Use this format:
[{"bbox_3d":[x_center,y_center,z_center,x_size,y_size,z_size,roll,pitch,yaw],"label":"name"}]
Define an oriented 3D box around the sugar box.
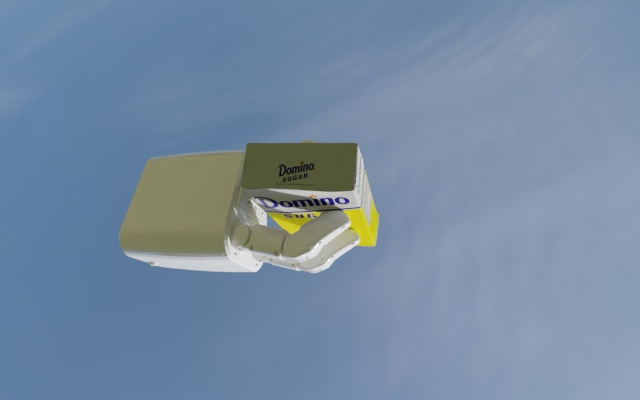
[{"bbox_3d":[0.000,0.002,0.445,0.093,0.048,0.176,2,-16,13],"label":"sugar box"}]
